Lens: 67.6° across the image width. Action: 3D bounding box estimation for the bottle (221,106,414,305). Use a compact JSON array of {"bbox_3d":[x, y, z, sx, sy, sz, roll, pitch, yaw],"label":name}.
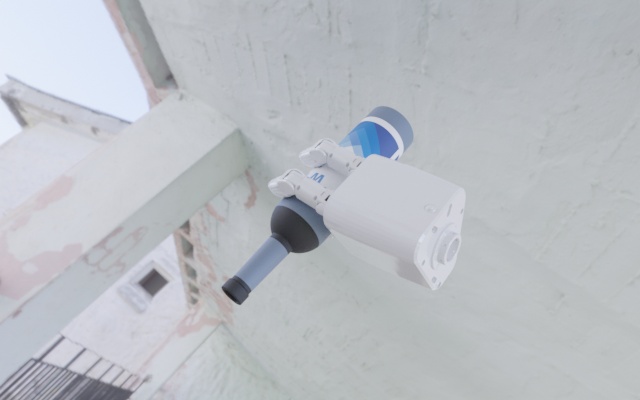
[{"bbox_3d":[0.000,0.002,0.549,0.295,0.069,0.069,-46,25,-26],"label":"bottle"}]
